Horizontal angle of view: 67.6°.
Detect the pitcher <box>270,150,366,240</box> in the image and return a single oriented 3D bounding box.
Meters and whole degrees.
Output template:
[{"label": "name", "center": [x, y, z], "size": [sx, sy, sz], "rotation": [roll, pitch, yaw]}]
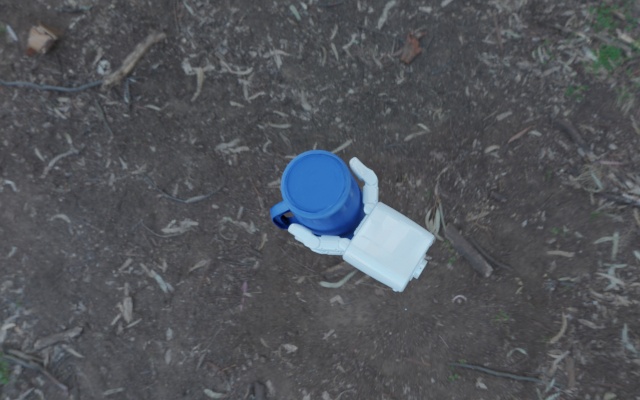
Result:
[{"label": "pitcher", "center": [0.000, 0.003, 0.817], "size": [0.145, 0.149, 0.243], "rotation": [31, -6, 14]}]
